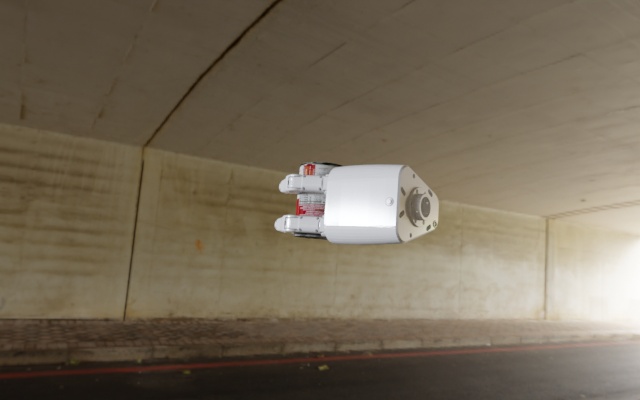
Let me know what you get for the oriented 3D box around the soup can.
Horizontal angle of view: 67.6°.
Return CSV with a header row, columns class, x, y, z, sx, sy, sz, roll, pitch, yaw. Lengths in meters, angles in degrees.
class,x,y,z,sx,sy,sz,roll,pitch,yaw
soup can,0.000,0.002,0.671,0.068,0.102,0.068,4,-7,1
